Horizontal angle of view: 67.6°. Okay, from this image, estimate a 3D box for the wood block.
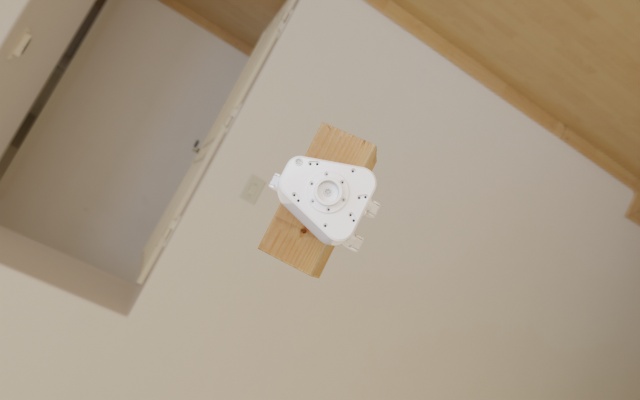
[{"bbox_3d":[0.000,0.002,0.716,0.091,0.206,0.090,26,-7,11],"label":"wood block"}]
